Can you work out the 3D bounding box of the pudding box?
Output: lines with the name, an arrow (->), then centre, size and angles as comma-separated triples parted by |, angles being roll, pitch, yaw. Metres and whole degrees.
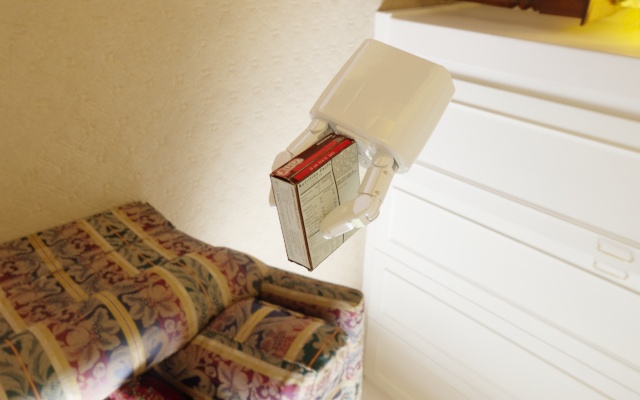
pudding box -> 0.000, 0.002, 0.479 | 0.039, 0.114, 0.090 | 22, 46, 37
